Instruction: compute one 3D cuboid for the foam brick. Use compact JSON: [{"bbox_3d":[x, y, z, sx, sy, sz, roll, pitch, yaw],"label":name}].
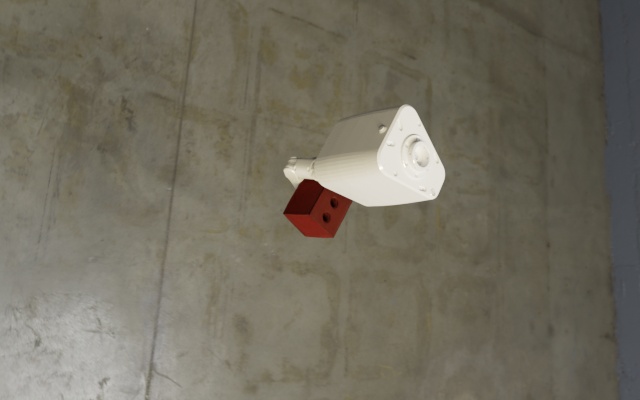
[{"bbox_3d":[0.000,0.002,0.608,0.051,0.078,0.053,2,-34,45],"label":"foam brick"}]
